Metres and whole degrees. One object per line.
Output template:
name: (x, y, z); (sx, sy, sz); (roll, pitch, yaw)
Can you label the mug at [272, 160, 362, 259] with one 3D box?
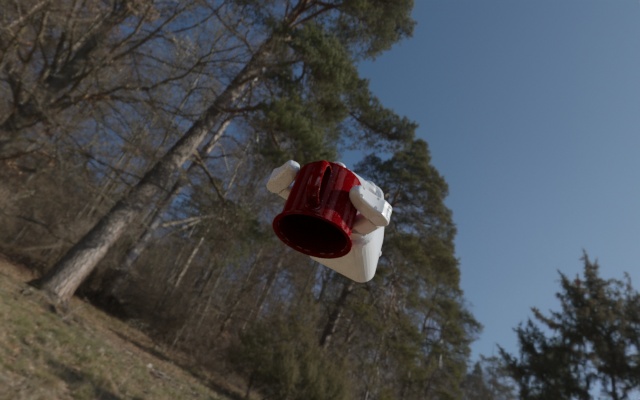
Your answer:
mug: (0.000, 0.001, 0.543); (0.093, 0.081, 0.117); (10, -35, 14)
